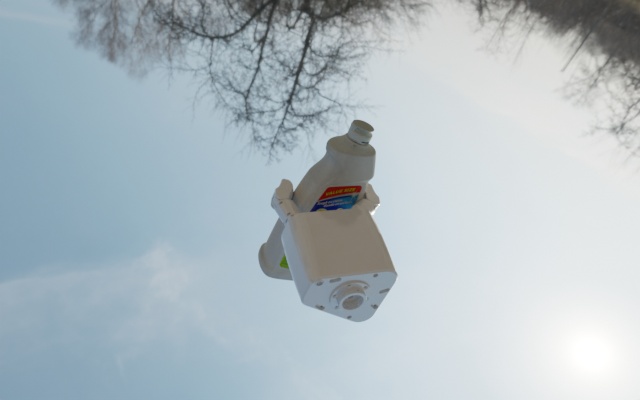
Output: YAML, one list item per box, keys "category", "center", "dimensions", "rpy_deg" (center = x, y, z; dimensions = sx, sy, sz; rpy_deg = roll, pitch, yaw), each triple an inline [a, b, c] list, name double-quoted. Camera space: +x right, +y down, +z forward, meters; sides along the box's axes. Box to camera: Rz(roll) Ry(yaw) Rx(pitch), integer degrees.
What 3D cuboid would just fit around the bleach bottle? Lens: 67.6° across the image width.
- category: "bleach bottle"
  center: [0.000, 0.002, 0.654]
  dimensions: [0.102, 0.251, 0.068]
  rpy_deg: [10, 35, -24]
